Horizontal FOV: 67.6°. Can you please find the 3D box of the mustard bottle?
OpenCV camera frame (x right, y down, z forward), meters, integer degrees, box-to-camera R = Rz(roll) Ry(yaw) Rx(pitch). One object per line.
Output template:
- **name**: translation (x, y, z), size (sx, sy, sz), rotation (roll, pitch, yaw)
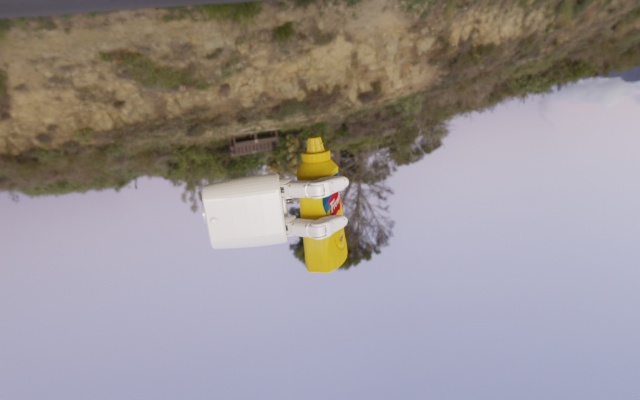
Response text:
- **mustard bottle**: translation (0.000, 0.003, 0.701), size (0.058, 0.192, 0.096), rotation (0, 16, 21)
